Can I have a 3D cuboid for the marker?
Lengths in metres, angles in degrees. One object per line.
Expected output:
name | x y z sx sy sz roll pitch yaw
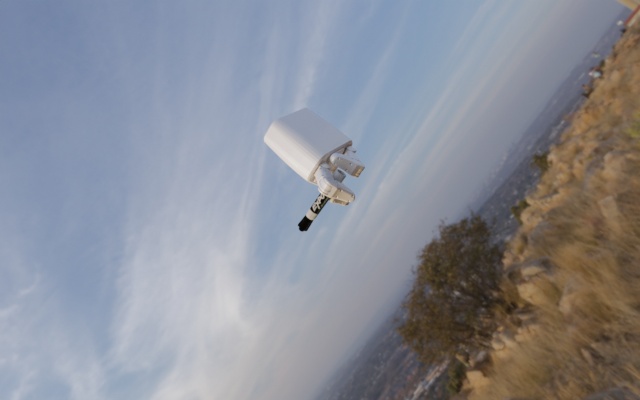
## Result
marker | 0.000 0.003 0.761 0.020 0.121 0.020 30 22 -13
